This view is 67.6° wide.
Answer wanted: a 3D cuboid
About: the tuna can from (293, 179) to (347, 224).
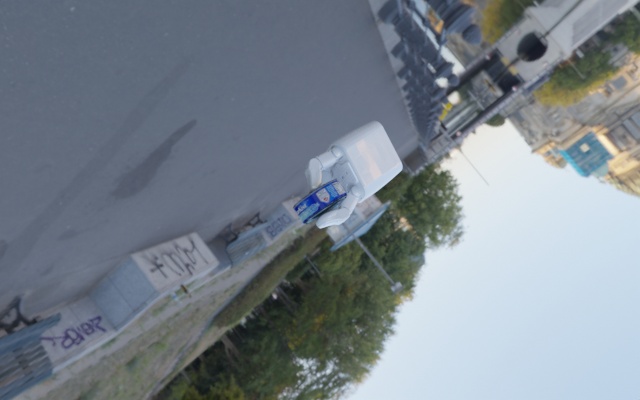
[{"bbox_3d":[0.000,0.003,0.767,0.086,0.034,0.086,-33,-6,-4],"label":"tuna can"}]
